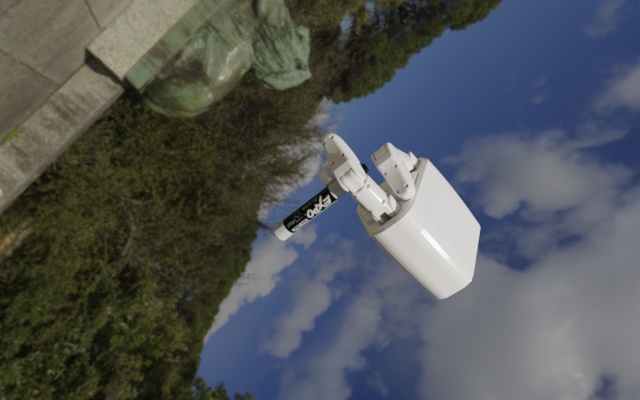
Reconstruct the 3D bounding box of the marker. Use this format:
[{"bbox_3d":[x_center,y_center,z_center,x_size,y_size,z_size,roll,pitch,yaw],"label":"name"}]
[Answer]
[{"bbox_3d":[0.000,0.002,0.483,0.121,0.020,0.020,-37,-17,24],"label":"marker"}]
